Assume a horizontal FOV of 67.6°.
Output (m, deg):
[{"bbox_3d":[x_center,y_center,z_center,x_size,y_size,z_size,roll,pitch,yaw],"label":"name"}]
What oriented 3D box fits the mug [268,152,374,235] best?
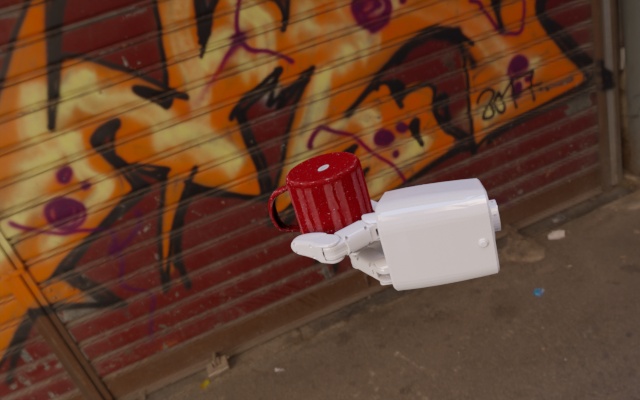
[{"bbox_3d":[-0.001,0.002,0.517,0.117,0.081,0.093,-11,24,14],"label":"mug"}]
